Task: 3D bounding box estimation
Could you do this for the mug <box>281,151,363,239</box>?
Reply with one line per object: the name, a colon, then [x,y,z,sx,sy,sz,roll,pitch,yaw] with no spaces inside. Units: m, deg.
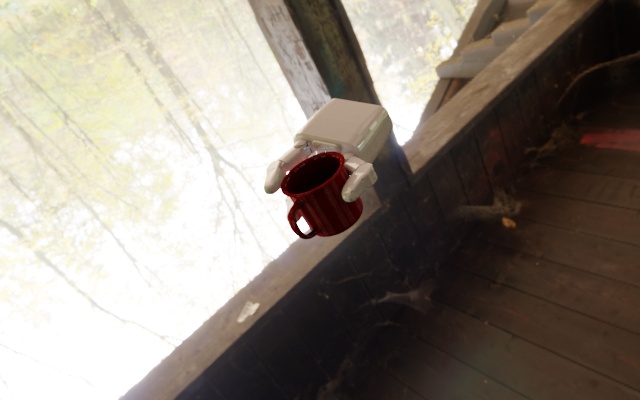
mug: [0.000,0.003,0.632,0.093,0.081,0.117,1,42,42]
